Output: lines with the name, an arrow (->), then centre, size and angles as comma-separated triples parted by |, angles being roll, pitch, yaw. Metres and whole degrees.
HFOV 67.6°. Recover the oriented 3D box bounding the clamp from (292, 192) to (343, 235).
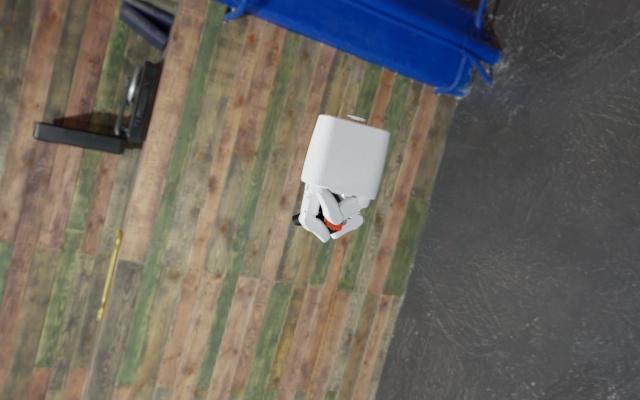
clamp -> 0.000, 0.003, 0.822 | 0.039, 0.120, 0.171 | 10, 7, -25
